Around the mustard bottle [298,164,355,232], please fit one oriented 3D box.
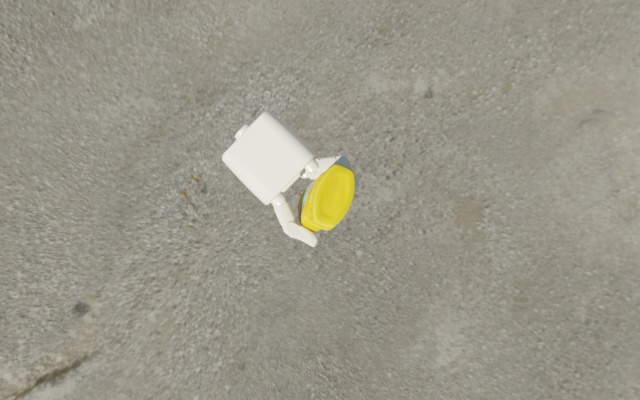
[{"bbox_3d":[0.000,0.003,0.773,0.058,0.096,0.191,21,-10,-9],"label":"mustard bottle"}]
